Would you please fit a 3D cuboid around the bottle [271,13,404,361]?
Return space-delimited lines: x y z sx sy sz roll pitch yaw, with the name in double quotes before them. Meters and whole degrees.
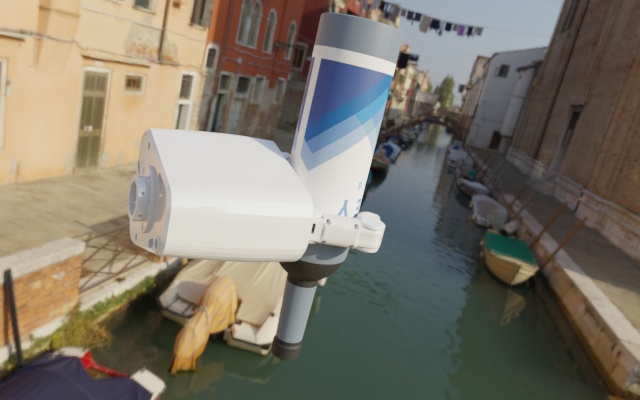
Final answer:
"bottle" 0.000 0.001 0.408 0.069 0.296 0.069 13 14 -3
